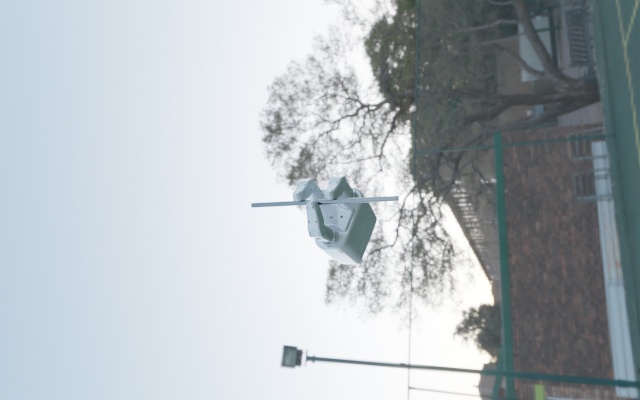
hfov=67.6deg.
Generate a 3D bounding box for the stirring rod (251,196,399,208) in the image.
[{"bbox_3d":[0.000,0.002,0.726,0.239,0.011,0.011,-3,-1,23],"label":"stirring rod"}]
